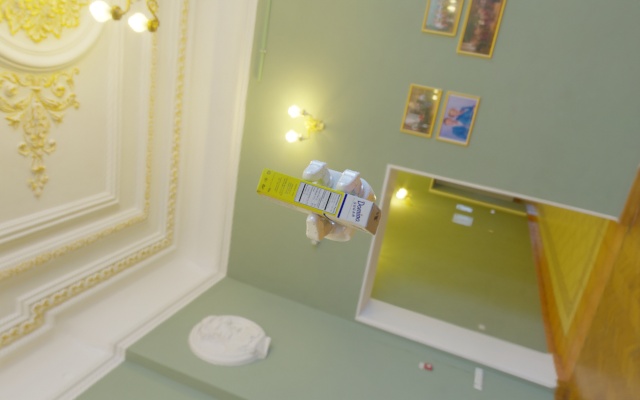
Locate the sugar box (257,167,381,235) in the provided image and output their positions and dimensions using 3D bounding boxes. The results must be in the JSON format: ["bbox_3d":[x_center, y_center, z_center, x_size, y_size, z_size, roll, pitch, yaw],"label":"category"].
[{"bbox_3d":[0.000,0.002,0.721,0.176,0.048,0.093,16,-6,16],"label":"sugar box"}]
